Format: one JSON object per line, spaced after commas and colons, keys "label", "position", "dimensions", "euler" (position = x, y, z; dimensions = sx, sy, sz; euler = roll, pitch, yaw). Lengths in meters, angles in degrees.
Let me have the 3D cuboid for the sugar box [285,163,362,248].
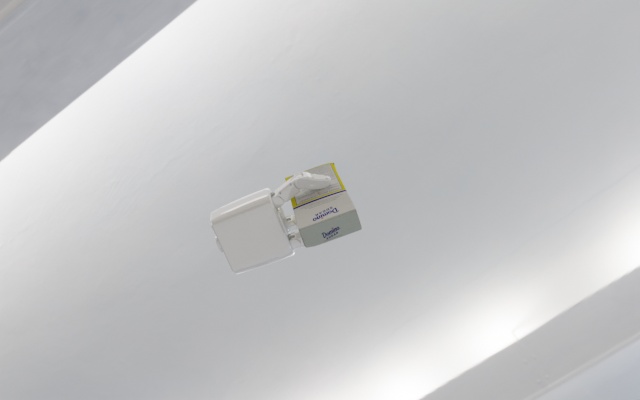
{"label": "sugar box", "position": [0.000, 0.003, 0.784], "dimensions": [0.093, 0.048, 0.176], "euler": [-19, 33, 0]}
